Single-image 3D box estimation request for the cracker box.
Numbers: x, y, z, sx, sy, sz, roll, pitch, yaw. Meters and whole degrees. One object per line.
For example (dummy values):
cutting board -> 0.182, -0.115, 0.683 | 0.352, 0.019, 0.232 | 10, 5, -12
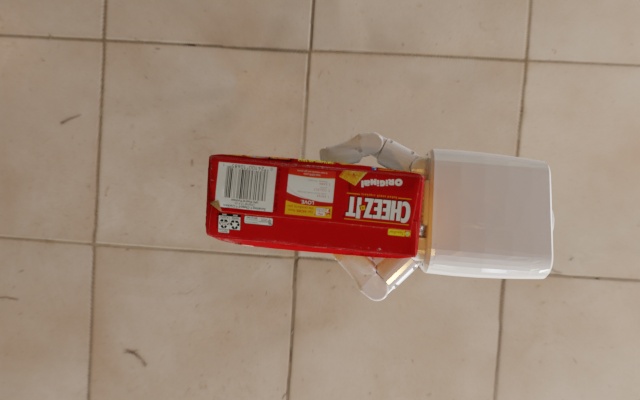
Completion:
cracker box -> 0.000, 0.001, 0.459 | 0.164, 0.072, 0.213 | 5, 2, 3
